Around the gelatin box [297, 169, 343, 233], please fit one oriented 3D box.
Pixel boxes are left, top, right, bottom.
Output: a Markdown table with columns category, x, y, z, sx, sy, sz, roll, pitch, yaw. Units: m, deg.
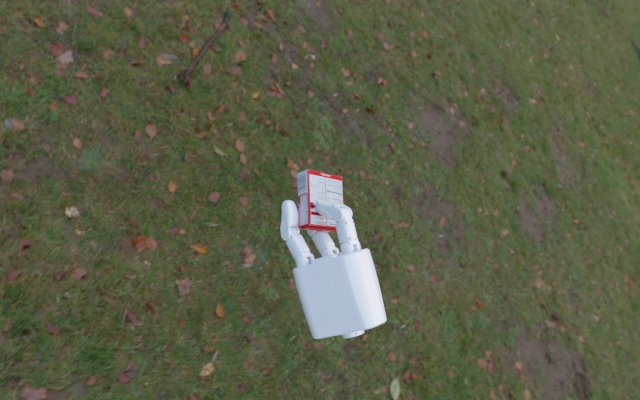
| category | x | y | z | sx | sy | sz | roll | pitch | yaw |
| --- | --- | --- | --- | --- | --- | --- | --- | --- | --- |
| gelatin box | 0.000 | 0.002 | 0.735 | 0.073 | 0.089 | 0.030 | 9 | -17 | -40 |
